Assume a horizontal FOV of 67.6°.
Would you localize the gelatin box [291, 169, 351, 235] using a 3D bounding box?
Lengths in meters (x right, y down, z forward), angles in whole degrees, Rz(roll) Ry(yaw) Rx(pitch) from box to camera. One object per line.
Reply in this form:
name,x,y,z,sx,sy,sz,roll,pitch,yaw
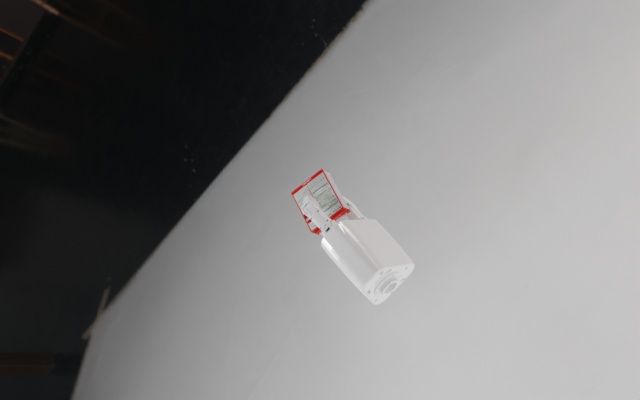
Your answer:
gelatin box,0.000,0.002,0.818,0.073,0.089,0.030,-38,-27,18
